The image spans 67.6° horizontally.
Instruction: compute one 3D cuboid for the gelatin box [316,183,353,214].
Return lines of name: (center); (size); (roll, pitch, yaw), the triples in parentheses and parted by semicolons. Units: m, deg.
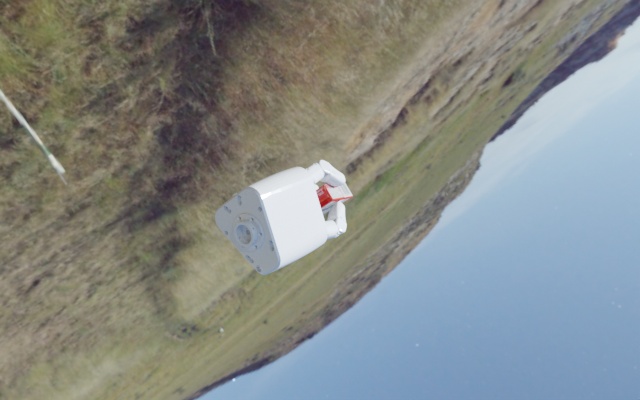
gelatin box: (0.000, 0.003, 0.741); (0.073, 0.030, 0.089); (-32, -9, 23)
